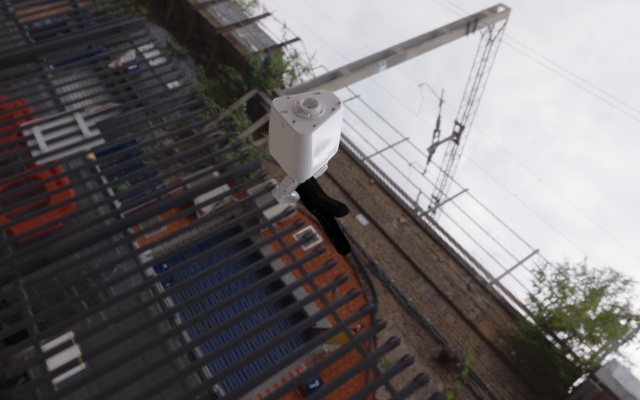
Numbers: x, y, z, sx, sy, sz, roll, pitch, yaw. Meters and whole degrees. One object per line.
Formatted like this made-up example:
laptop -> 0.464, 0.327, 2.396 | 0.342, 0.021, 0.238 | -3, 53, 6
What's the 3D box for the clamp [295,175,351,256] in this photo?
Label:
clamp -> 0.001, 0.002, 0.801 | 0.039, 0.171, 0.120 | -27, -29, -24
